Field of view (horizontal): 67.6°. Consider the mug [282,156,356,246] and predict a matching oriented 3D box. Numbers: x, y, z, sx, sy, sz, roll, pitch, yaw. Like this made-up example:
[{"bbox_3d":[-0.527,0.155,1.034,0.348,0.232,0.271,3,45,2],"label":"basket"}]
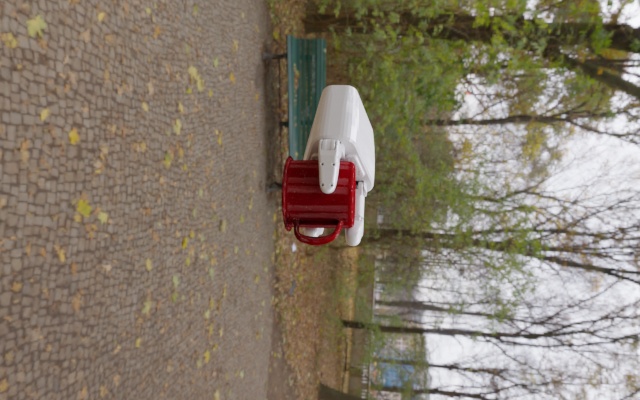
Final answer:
[{"bbox_3d":[0.000,0.003,0.574,0.081,0.117,0.093,1,-39,6],"label":"mug"}]
